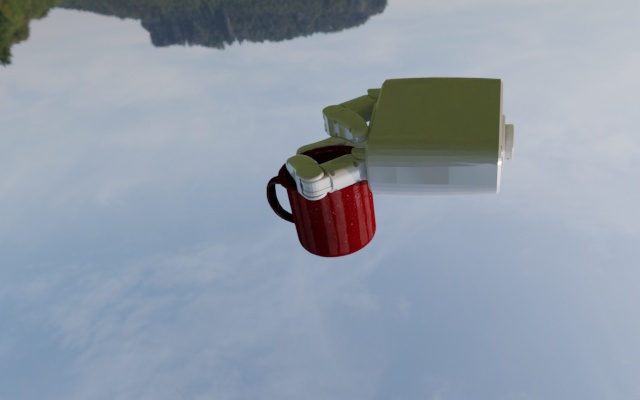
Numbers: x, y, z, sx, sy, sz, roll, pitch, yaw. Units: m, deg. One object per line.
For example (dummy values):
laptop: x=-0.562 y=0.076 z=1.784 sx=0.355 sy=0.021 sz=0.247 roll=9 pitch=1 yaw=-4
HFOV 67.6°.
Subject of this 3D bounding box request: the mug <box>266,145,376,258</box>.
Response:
mug: x=-0.001 y=0.002 z=0.478 sx=0.117 sy=0.081 sz=0.093 roll=2 pitch=33 yaw=20
